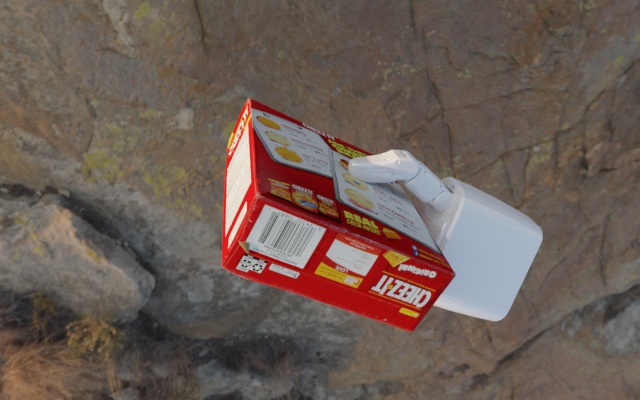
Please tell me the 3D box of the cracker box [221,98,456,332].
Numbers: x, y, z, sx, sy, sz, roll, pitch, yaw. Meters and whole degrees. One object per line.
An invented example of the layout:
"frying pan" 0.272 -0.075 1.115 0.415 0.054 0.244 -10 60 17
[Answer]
"cracker box" 0.000 0.001 0.423 0.164 0.072 0.213 22 22 -20
